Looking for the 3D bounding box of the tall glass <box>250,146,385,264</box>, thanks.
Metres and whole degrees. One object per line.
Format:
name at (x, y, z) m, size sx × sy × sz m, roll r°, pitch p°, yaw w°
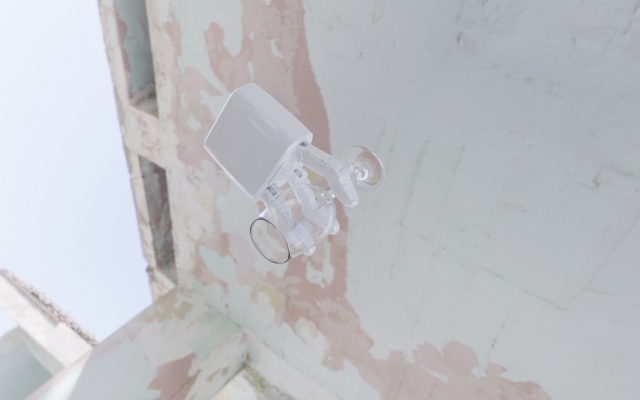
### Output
tall glass at (0.001, 0.002, 0.614) m, size 0.079 × 0.079 × 0.201 m, roll 0°, pitch 28°, yaw 42°
